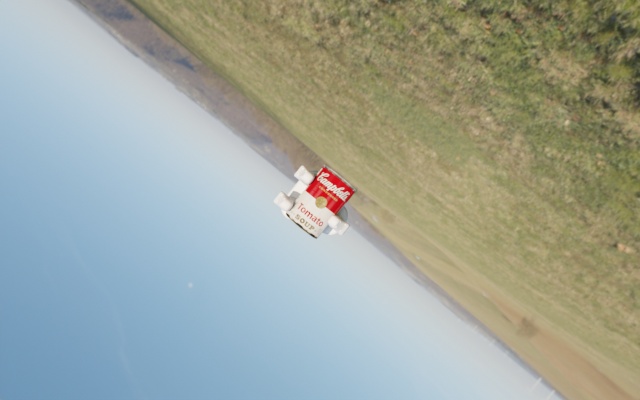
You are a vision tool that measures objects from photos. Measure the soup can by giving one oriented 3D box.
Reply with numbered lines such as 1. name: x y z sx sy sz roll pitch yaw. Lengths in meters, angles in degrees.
1. soup can: 0.000 0.003 0.770 0.068 0.102 0.068 39 1 0
